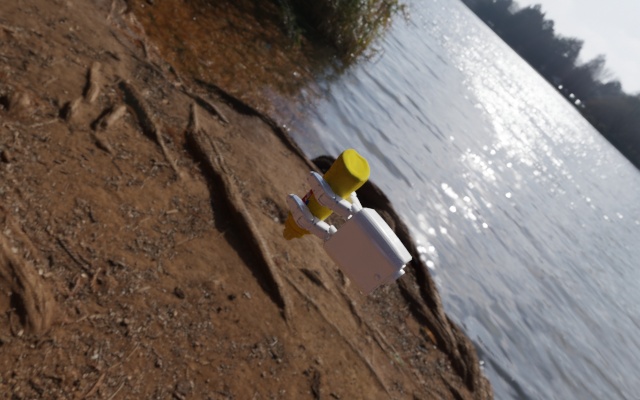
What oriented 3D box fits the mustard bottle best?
[{"bbox_3d":[0.000,0.002,0.799,0.058,0.192,0.096,39,27,-10],"label":"mustard bottle"}]
